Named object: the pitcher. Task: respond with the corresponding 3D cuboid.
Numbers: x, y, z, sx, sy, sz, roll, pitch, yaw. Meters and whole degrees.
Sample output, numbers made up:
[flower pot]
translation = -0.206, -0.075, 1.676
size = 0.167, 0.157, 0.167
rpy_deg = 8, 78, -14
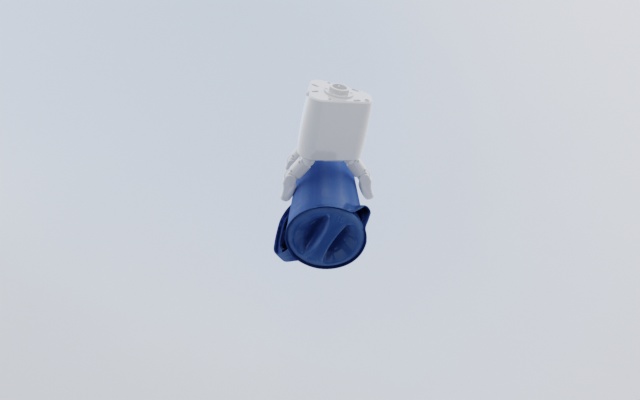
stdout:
[pitcher]
translation = 0.000, 0.003, 0.868
size = 0.149, 0.145, 0.242
rpy_deg = 7, 34, -4
